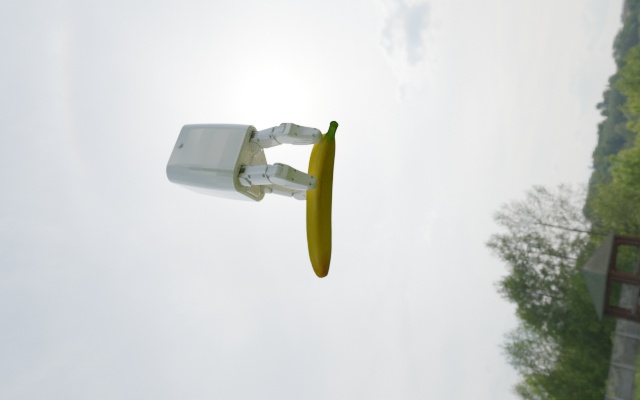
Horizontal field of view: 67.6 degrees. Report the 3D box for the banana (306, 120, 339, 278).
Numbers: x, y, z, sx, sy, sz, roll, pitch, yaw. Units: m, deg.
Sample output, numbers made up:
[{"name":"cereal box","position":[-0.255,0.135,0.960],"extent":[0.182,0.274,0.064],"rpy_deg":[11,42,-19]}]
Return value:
[{"name":"banana","position":[-0.001,-0.001,0.623],"extent":[0.037,0.198,0.069],"rpy_deg":[3,-2,-3]}]
